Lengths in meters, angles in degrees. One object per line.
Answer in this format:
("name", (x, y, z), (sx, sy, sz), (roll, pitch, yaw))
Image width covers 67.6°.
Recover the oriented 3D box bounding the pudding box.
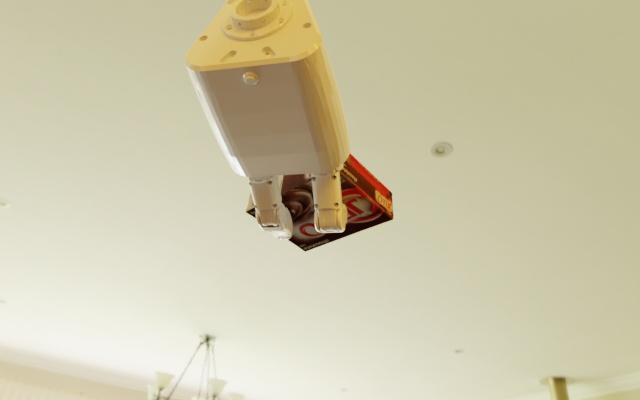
("pudding box", (0.000, 0.001, 0.460), (0.113, 0.039, 0.090), (-22, -44, 34))
